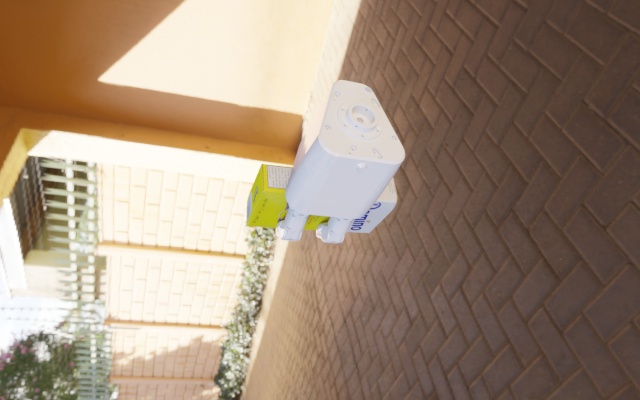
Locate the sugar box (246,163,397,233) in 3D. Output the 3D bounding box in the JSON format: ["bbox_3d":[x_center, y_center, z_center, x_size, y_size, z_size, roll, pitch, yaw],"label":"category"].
[{"bbox_3d":[0.000,0.002,0.610,0.176,0.048,0.093,6,-31,-19],"label":"sugar box"}]
